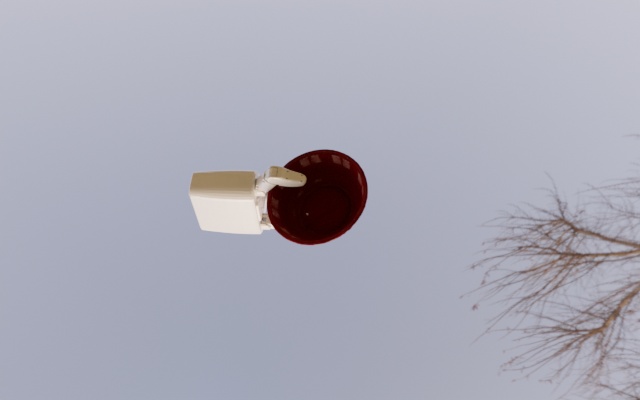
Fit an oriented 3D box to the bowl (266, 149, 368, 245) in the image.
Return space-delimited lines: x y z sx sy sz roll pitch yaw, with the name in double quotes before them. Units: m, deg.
"bowl" 0.001 0.003 0.745 0.162 0.162 0.055 0 -25 19
